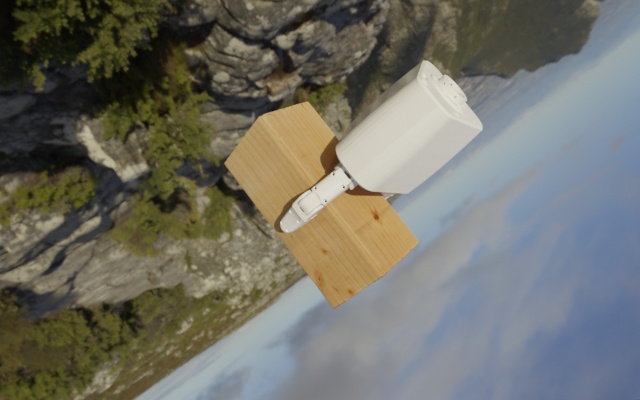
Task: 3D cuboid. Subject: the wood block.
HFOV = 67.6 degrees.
[{"bbox_3d":[0.000,0.002,0.538,0.090,0.206,0.090,-30,-10,-49],"label":"wood block"}]
